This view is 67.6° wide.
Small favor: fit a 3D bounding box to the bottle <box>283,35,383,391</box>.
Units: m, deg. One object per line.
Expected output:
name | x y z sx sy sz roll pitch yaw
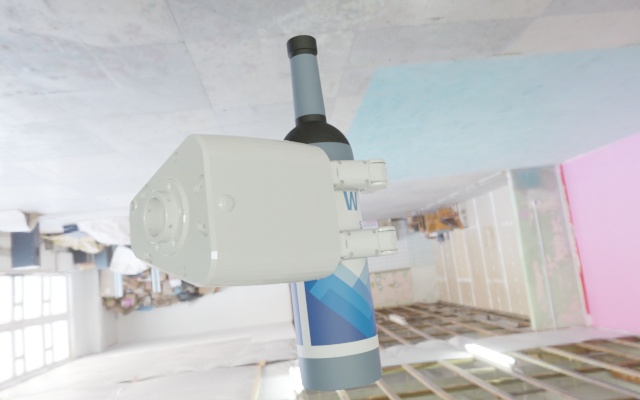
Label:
bottle | 0.000 0.002 0.409 0.069 0.295 0.069 -7 -9 -1
